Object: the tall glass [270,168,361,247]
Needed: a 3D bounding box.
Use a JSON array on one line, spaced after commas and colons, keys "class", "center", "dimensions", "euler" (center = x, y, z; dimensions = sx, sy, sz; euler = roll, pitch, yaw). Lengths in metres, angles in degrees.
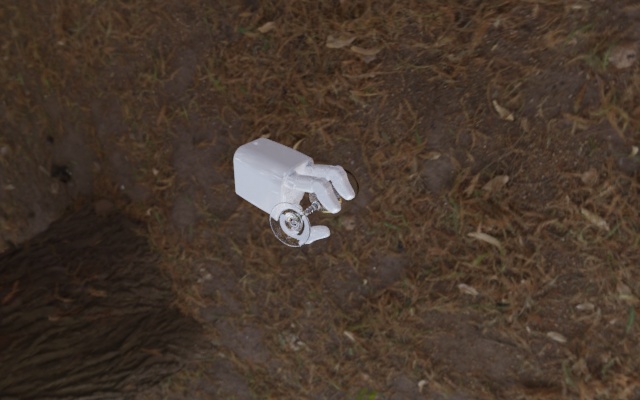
[{"class": "tall glass", "center": [0.000, 0.003, 0.814], "dimensions": [0.079, 0.079, 0.201], "euler": [0, 20, 31]}]
